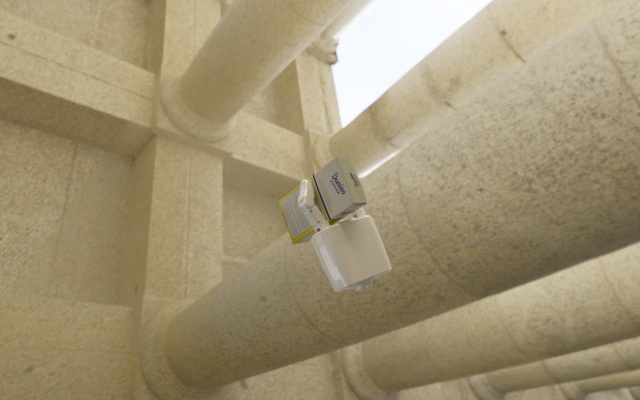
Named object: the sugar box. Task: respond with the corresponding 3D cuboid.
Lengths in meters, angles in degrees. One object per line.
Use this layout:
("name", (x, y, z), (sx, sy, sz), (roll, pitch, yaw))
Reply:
("sugar box", (0.000, 0.003, 0.866), (0.048, 0.093, 0.176), (-3, -23, -47))
